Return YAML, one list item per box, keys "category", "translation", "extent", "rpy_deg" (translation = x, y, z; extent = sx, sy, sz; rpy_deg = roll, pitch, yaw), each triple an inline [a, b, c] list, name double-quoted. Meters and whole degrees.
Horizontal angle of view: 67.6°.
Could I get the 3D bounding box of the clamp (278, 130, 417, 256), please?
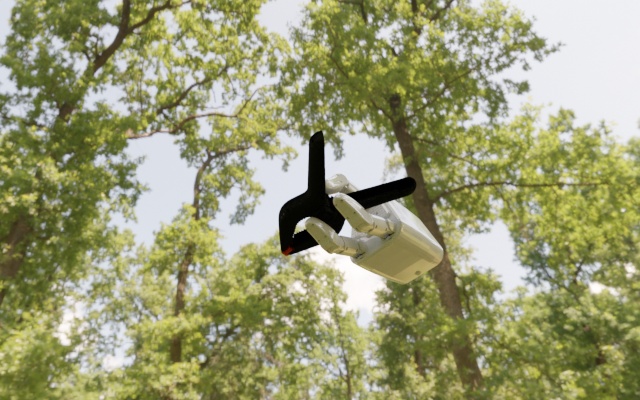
- category: "clamp"
  translation: [0.000, 0.002, 0.639]
  extent: [0.164, 0.036, 0.210]
  rpy_deg: [30, -55, -32]
